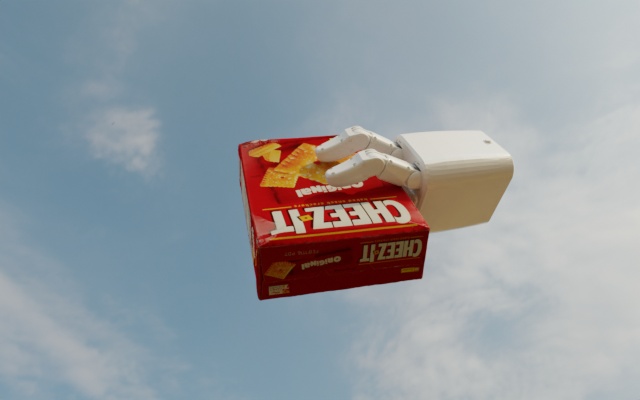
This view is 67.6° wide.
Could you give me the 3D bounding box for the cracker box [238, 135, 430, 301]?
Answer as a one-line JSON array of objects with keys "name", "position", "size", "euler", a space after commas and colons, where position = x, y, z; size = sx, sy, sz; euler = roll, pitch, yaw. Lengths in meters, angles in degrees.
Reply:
[{"name": "cracker box", "position": [0.000, 0.002, 0.522], "size": [0.164, 0.072, 0.213], "euler": [-6, 33, -11]}]
